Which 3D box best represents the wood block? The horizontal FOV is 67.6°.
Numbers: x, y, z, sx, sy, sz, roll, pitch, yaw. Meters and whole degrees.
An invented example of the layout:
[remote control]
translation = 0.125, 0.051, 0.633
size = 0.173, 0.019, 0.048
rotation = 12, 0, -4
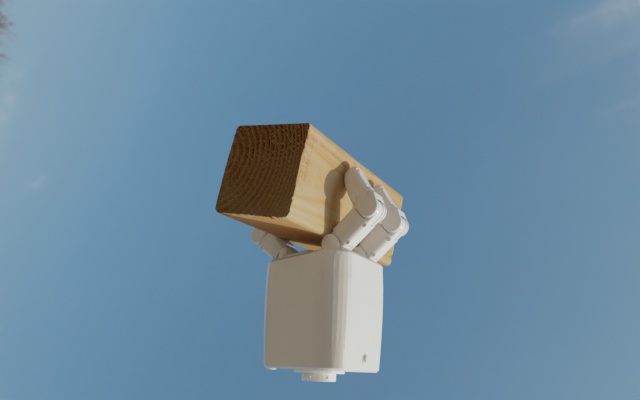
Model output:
[wood block]
translation = 0.000, 0.002, 0.510
size = 0.091, 0.090, 0.206
rotation = 3, -16, 34
